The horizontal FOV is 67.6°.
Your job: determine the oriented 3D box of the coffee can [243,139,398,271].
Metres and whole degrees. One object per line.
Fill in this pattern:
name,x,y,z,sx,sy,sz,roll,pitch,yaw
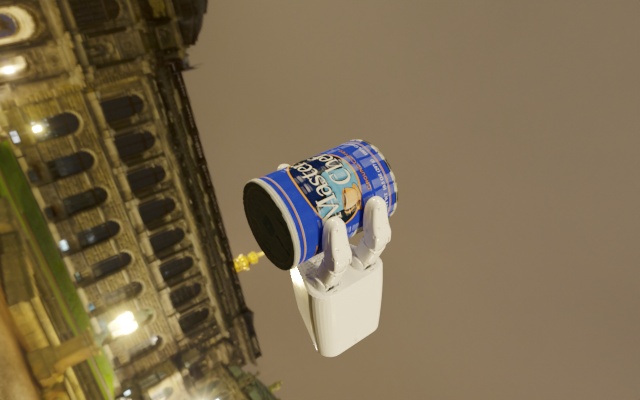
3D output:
coffee can,0.000,0.002,0.530,0.140,0.103,0.103,-25,12,-28
